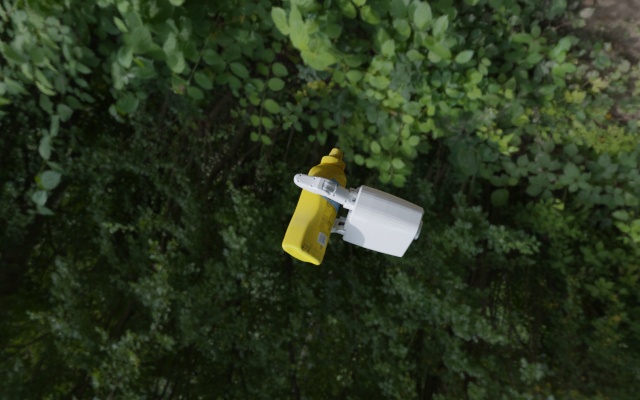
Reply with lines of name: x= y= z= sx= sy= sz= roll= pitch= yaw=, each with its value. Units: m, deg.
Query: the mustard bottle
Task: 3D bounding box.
mustard bottle: x=0.000 y=0.003 z=0.784 sx=0.058 sy=0.191 sz=0.096 roll=12 pitch=-17 yaw=27
